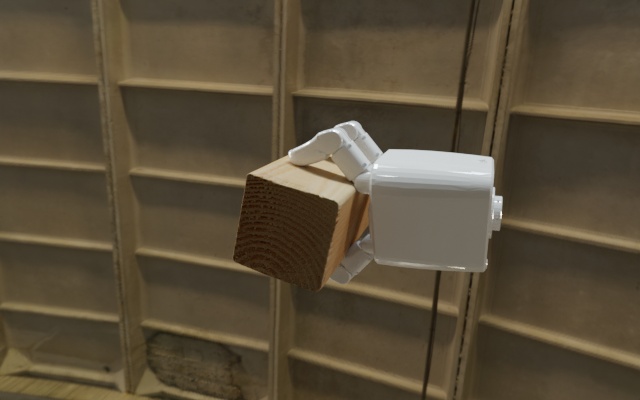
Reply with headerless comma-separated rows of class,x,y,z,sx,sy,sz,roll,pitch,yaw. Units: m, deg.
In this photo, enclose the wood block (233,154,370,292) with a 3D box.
wood block,0.000,0.002,0.509,0.090,0.091,0.206,18,20,14
